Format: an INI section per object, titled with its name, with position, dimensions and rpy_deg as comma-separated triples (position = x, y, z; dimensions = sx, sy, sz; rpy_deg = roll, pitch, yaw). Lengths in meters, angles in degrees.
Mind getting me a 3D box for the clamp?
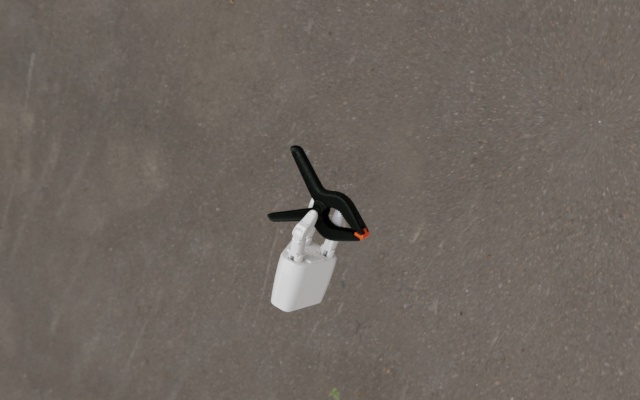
[clamp]
position = 0.000, 0.003, 0.877
dimensions = 0.210, 0.165, 0.036
rpy_deg = 26, 26, 24
